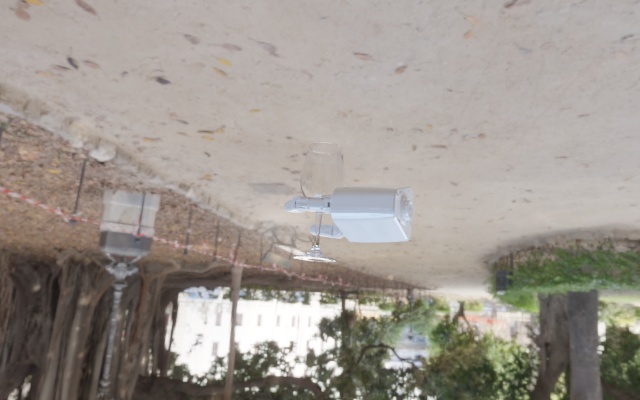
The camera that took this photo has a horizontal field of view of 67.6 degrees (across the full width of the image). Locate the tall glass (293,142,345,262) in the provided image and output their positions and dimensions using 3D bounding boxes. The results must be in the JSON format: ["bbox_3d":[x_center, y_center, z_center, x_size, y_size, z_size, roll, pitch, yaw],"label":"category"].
[{"bbox_3d":[0.000,0.003,0.831,0.079,0.201,0.079,5,-12,1],"label":"tall glass"}]
